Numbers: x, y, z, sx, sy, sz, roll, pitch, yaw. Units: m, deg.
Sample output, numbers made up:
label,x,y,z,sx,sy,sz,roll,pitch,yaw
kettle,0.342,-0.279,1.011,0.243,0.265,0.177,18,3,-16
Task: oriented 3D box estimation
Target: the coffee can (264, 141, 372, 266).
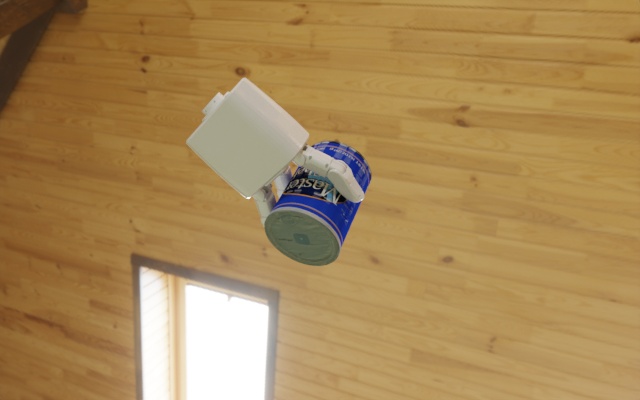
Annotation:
label,x,y,z,sx,sy,sz,roll,pitch,yaw
coffee can,0.000,0.002,0.643,0.103,0.103,0.140,0,43,29
